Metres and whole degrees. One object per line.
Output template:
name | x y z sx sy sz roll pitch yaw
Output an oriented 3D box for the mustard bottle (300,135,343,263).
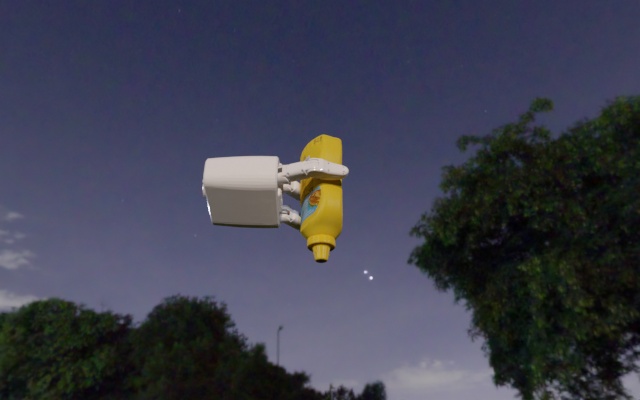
mustard bottle | 0.000 0.002 0.723 0.058 0.191 0.096 13 -32 -21
